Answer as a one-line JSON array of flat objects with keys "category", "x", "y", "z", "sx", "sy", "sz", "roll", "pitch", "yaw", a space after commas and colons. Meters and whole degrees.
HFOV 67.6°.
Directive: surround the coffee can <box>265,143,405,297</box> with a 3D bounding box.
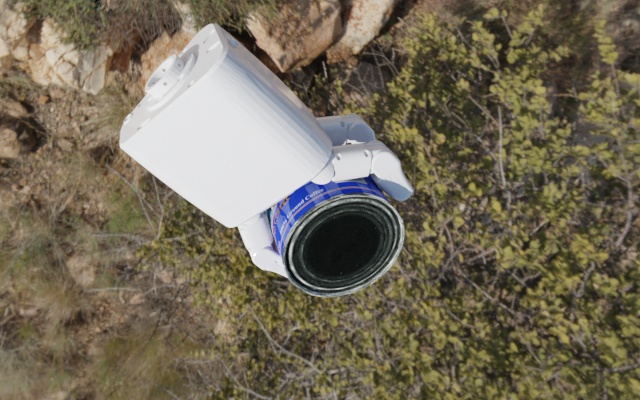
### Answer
[{"category": "coffee can", "x": 0.000, "y": 0.001, "z": 0.432, "sx": 0.103, "sy": 0.103, "sz": 0.140, "roll": 0, "pitch": 32, "yaw": -20}]
